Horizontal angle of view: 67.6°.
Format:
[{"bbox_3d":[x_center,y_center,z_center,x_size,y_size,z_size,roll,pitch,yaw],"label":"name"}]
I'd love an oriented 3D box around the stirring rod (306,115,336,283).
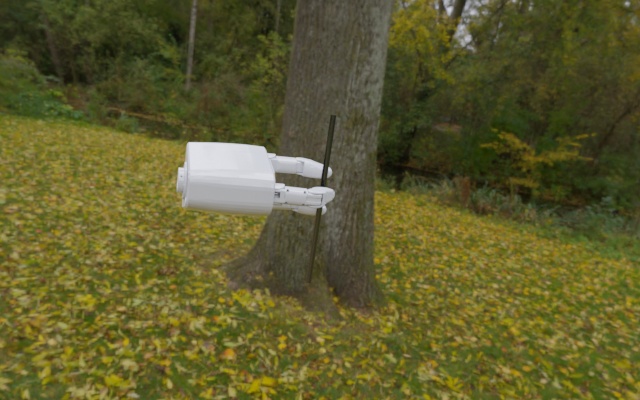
[{"bbox_3d":[0.000,0.002,0.664,0.011,0.239,0.011,8,13,-2],"label":"stirring rod"}]
